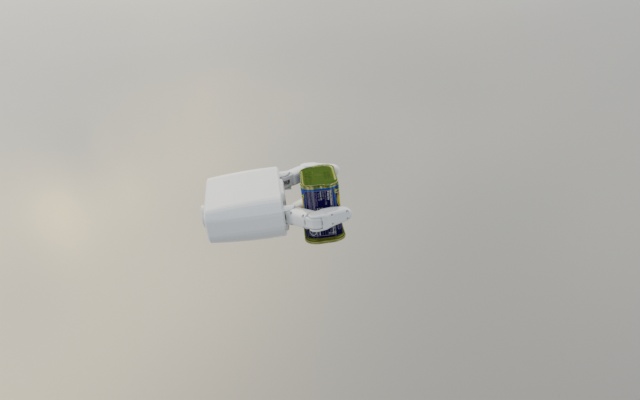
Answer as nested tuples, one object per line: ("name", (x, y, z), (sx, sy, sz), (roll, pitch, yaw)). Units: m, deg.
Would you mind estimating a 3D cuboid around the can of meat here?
("can of meat", (0.000, 0.002, 0.680), (0.057, 0.084, 0.102), (-7, 20, -2))
